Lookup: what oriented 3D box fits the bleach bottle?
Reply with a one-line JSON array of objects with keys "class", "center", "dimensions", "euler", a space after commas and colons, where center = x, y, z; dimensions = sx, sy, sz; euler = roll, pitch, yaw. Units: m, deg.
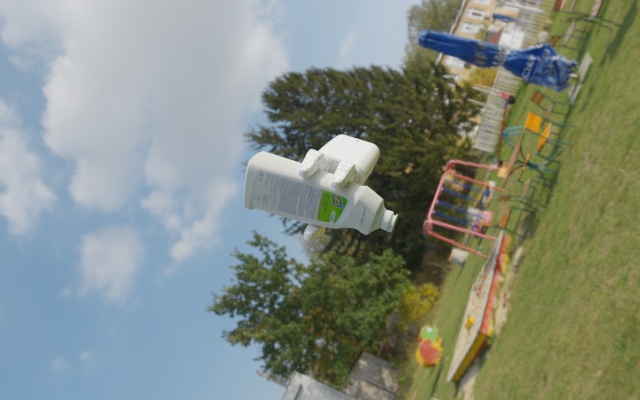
[{"class": "bleach bottle", "center": [0.000, 0.002, 0.778], "dimensions": [0.251, 0.103, 0.068], "euler": [19, 33, 14]}]
